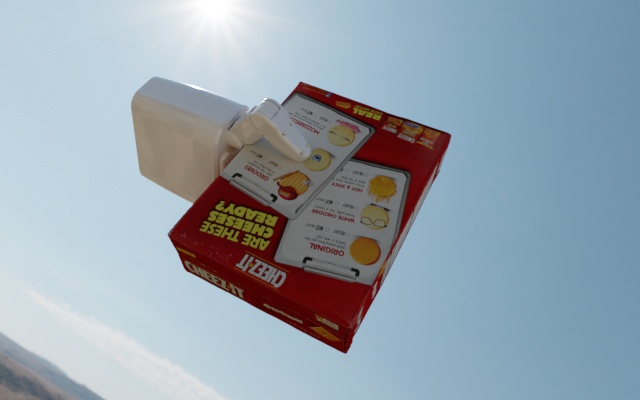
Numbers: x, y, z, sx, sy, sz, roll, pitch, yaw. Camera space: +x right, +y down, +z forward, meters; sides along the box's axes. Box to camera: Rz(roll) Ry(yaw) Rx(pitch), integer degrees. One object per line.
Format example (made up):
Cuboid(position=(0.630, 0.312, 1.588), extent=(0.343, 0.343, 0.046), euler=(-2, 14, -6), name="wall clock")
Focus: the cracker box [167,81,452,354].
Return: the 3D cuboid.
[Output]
Cuboid(position=(0.000, 0.001, 0.432), extent=(0.164, 0.213, 0.072), euler=(23, -32, 16), name="cracker box")
